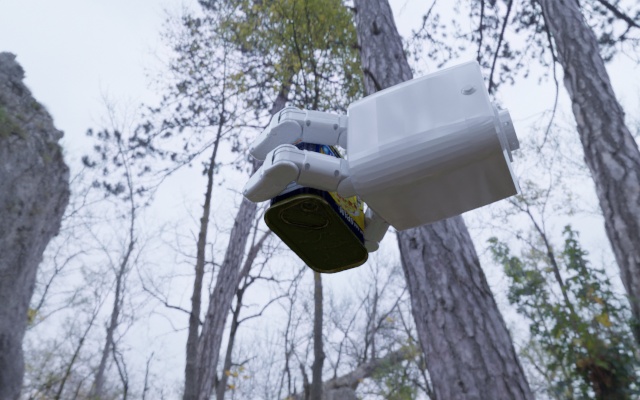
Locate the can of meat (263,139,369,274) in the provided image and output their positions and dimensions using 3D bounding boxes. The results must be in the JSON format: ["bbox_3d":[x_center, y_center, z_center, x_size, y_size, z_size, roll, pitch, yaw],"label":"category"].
[{"bbox_3d":[0.000,0.001,0.421,0.057,0.083,0.102,-20,-47,24],"label":"can of meat"}]
